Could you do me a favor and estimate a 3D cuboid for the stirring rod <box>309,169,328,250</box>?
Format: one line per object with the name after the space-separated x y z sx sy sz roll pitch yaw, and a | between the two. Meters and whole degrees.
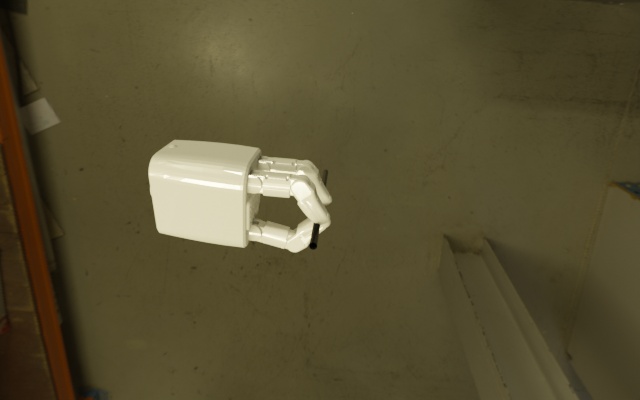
0.000 0.002 0.589 0.011 0.011 0.239 0 21 4 | stirring rod
